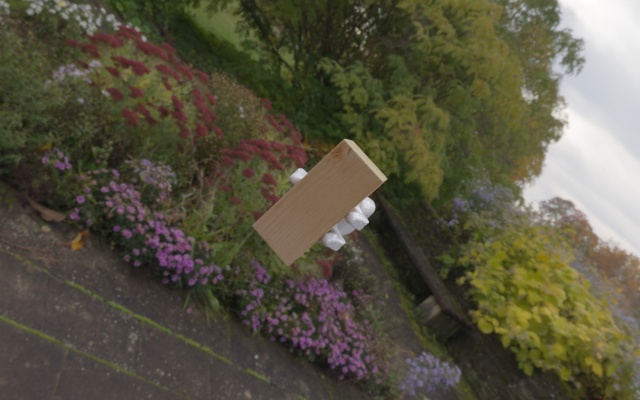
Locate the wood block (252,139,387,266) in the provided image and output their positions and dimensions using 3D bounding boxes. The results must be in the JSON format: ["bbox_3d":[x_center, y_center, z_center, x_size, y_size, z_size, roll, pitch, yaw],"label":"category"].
[{"bbox_3d":[0.000,0.002,0.789,0.206,0.091,0.090,-43,-5,13],"label":"wood block"}]
